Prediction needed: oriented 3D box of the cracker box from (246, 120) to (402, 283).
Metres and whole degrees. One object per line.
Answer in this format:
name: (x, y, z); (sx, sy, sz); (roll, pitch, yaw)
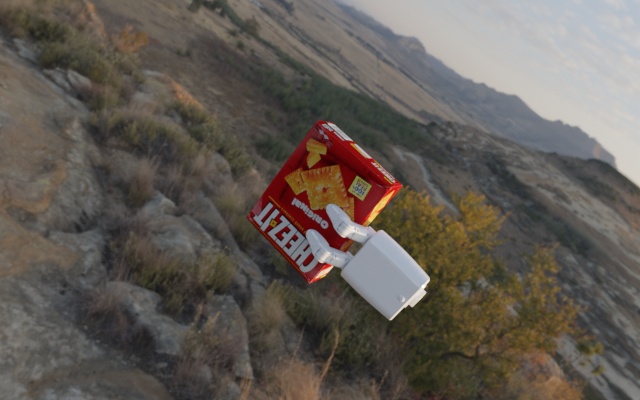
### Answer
cracker box: (0.000, 0.002, 0.783); (0.164, 0.214, 0.072); (44, 20, 15)
